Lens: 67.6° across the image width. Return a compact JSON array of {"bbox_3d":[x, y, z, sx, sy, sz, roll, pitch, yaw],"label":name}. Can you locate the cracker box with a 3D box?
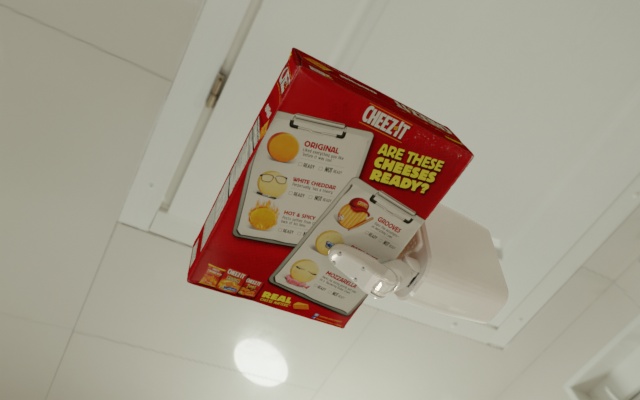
[{"bbox_3d":[0.000,0.002,0.426,0.164,0.214,0.072,22,25,-21],"label":"cracker box"}]
